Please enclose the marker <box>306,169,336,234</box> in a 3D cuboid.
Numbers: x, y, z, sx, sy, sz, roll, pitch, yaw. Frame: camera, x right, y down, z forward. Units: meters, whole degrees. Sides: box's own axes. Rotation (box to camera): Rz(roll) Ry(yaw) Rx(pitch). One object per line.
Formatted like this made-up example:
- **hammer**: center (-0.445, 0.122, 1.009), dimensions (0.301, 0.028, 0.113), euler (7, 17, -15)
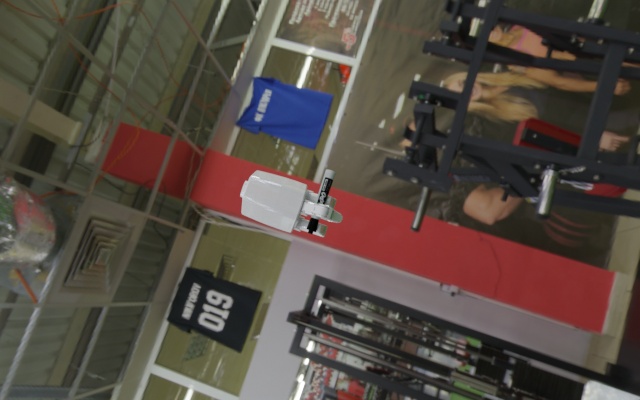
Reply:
- **marker**: center (0.000, 0.003, 0.867), dimensions (0.020, 0.121, 0.020), euler (18, -7, 2)
